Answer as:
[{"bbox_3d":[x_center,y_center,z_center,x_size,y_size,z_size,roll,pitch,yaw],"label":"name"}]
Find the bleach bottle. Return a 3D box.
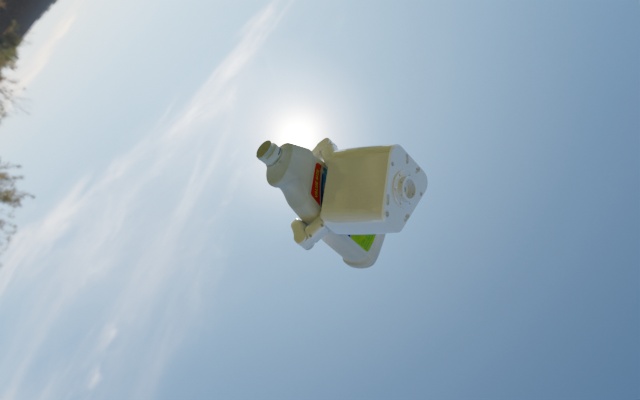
[{"bbox_3d":[0.000,0.002,0.705,0.068,0.102,0.251,-3,-33,46],"label":"bleach bottle"}]
